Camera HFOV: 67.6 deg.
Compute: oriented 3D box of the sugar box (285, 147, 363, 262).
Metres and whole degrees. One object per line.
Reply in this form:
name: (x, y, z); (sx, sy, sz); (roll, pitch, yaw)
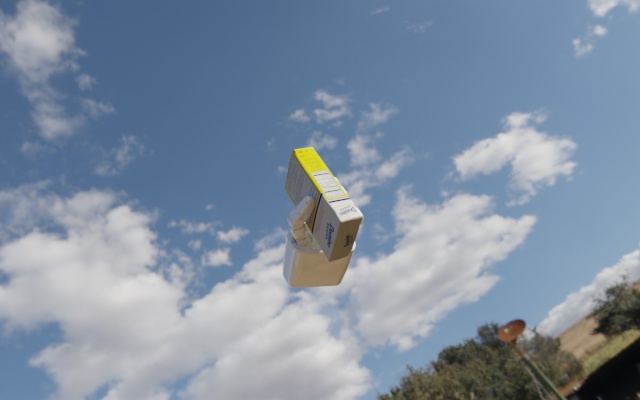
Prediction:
sugar box: (0.001, 0.002, 0.773); (0.048, 0.093, 0.176); (-14, 49, -27)
